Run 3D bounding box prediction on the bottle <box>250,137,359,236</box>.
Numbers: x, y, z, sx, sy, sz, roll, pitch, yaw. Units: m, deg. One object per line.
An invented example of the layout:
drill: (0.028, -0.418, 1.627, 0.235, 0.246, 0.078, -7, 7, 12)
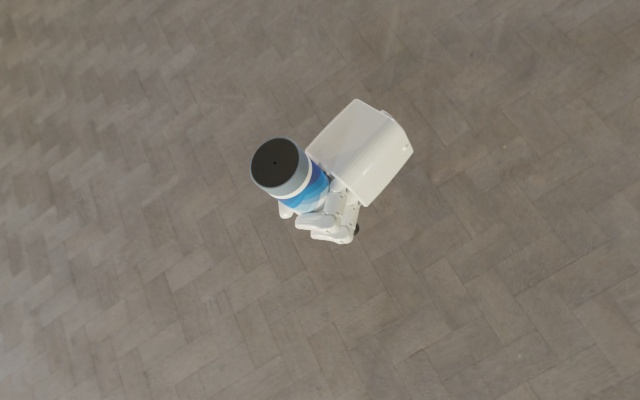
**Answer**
bottle: (0.000, 0.002, 0.682, 0.069, 0.069, 0.296, 0, -18, 22)
